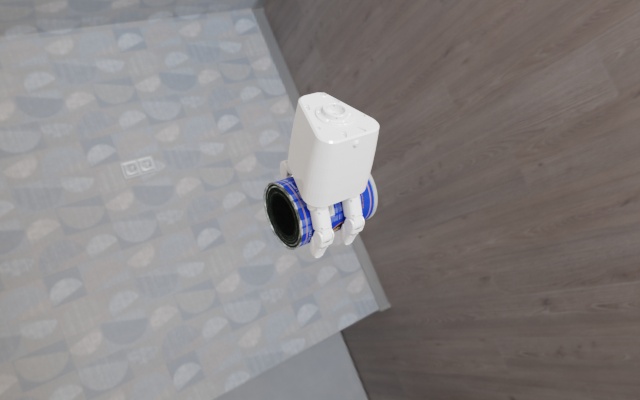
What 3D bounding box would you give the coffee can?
[{"bbox_3d":[0.000,0.002,0.720,0.140,0.103,0.103,-20,10,-30],"label":"coffee can"}]
